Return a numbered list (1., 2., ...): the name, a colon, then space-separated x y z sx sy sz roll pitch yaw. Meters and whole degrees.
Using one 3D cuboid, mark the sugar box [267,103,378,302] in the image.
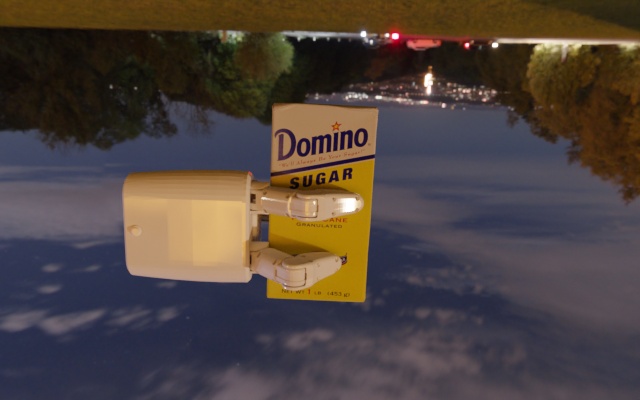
1. sugar box: 0.000 0.002 0.436 0.093 0.176 0.048 2 13 -1
